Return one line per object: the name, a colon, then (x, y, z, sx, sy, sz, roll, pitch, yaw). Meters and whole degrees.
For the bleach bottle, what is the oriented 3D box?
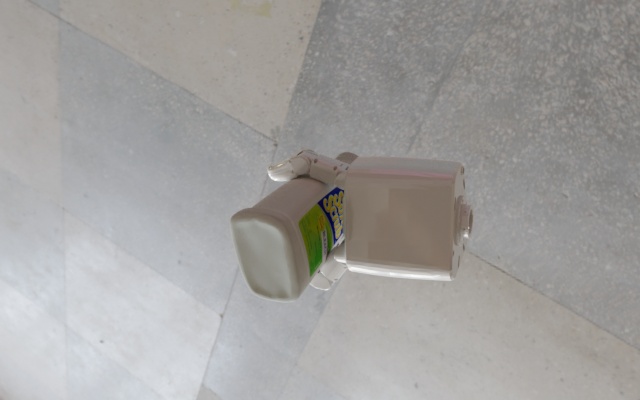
bleach bottle: (0.000, 0.002, 0.541, 0.068, 0.103, 0.250, 4, 29, 26)
